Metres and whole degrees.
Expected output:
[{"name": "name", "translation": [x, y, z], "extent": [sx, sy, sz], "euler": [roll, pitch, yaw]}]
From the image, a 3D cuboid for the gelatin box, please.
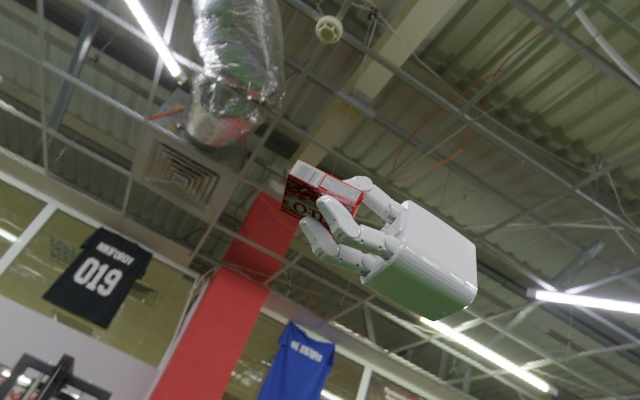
[{"name": "gelatin box", "translation": [0.000, 0.001, 0.568], "extent": [0.089, 0.030, 0.073], "euler": [27, -37, 7]}]
